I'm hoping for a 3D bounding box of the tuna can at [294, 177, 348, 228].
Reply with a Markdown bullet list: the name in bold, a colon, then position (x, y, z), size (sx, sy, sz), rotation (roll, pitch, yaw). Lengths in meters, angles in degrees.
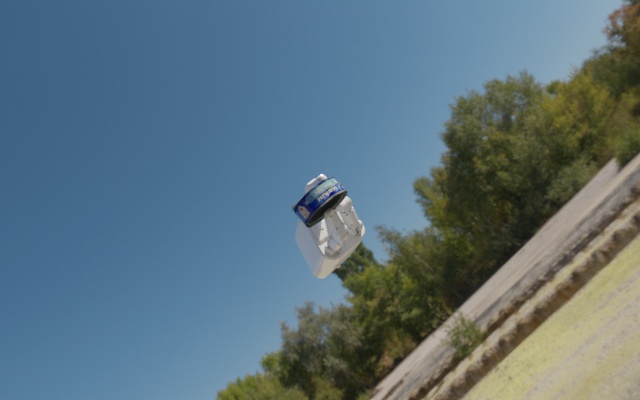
- **tuna can**: position (0.000, 0.002, 0.754), size (0.086, 0.033, 0.086), rotation (-39, -13, -11)
